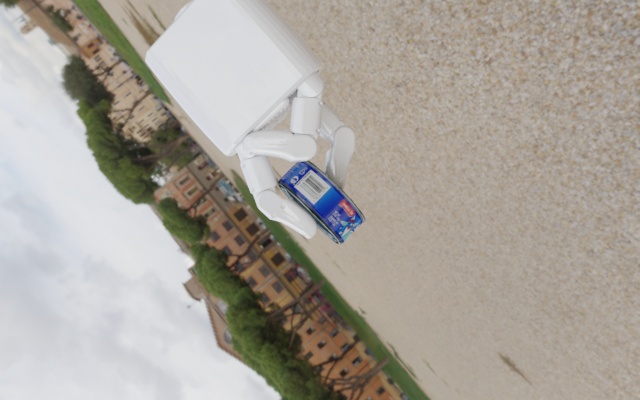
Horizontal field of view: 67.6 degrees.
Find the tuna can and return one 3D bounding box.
[{"bbox_3d":[0.000,0.002,0.450,0.086,0.034,0.086,44,-6,6],"label":"tuna can"}]
